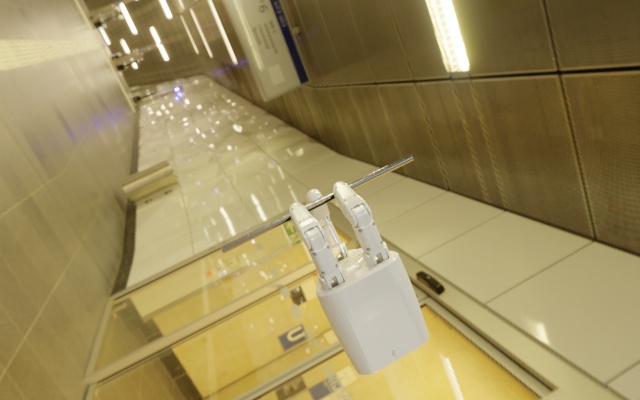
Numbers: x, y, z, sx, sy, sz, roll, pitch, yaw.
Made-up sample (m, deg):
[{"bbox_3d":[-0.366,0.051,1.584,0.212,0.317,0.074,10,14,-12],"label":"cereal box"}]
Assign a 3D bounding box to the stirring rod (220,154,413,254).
[{"bbox_3d":[0.000,0.002,0.536,0.239,0.011,0.011,-26,5,-11],"label":"stirring rod"}]
